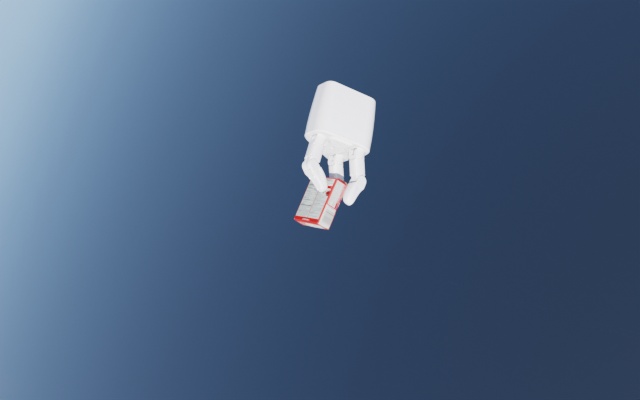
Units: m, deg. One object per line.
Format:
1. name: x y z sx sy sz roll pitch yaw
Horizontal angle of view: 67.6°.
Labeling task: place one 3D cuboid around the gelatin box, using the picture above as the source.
1. gelatin box: 0.000 0.003 0.836 0.030 0.089 0.073 32 -15 -35
